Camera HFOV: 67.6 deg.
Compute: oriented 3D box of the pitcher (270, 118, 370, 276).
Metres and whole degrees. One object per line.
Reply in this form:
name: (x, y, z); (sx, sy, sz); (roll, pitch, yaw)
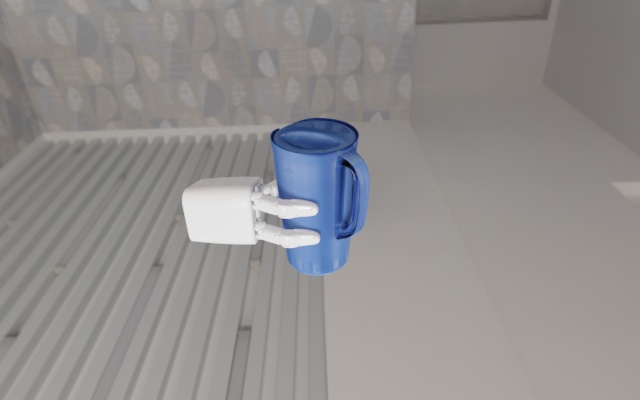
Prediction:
pitcher: (0.000, 0.002, 0.765); (0.145, 0.243, 0.149); (-1, 32, 2)
